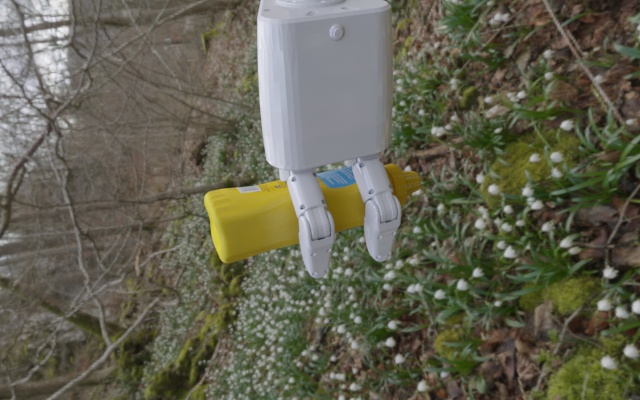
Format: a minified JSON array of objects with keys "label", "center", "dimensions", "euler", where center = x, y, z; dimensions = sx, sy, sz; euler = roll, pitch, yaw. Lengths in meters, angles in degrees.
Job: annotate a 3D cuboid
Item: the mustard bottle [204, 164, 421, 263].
[{"label":"mustard bottle","center":[0.000,0.002,0.418],"dimensions":[0.191,0.058,0.096],"euler":[-13,11,-16]}]
